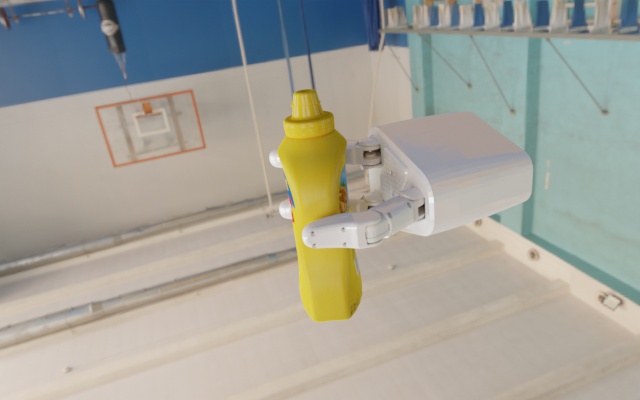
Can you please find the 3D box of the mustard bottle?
[{"bbox_3d":[0.000,0.002,0.412,0.058,0.192,0.096,-5,23,5],"label":"mustard bottle"}]
